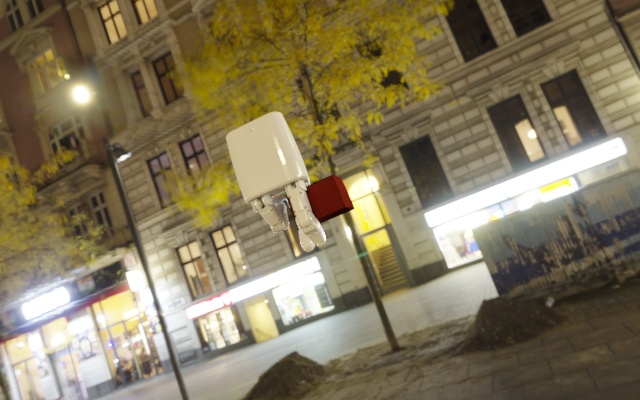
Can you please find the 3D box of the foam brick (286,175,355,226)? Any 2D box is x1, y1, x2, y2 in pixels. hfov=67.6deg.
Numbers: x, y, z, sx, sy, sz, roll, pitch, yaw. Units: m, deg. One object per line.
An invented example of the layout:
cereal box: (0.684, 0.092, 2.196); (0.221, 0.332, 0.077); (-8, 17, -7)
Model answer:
foam brick: (0.000, 0.002, 0.690); (0.078, 0.051, 0.053); (-23, -11, 15)
